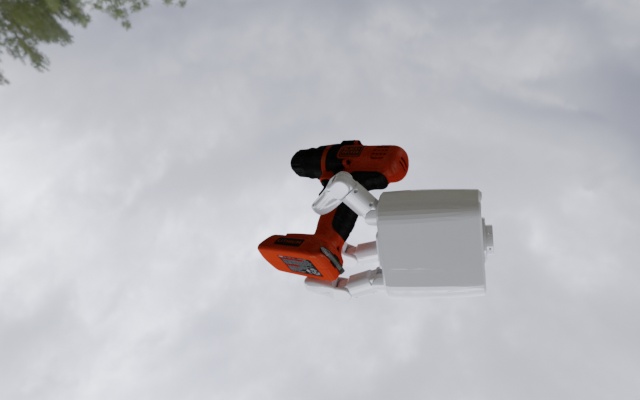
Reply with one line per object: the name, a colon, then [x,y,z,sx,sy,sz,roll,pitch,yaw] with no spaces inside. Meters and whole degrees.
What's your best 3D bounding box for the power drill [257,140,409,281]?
power drill: [0.000,0.002,0.599,0.184,0.187,0.057,3,-37,43]
